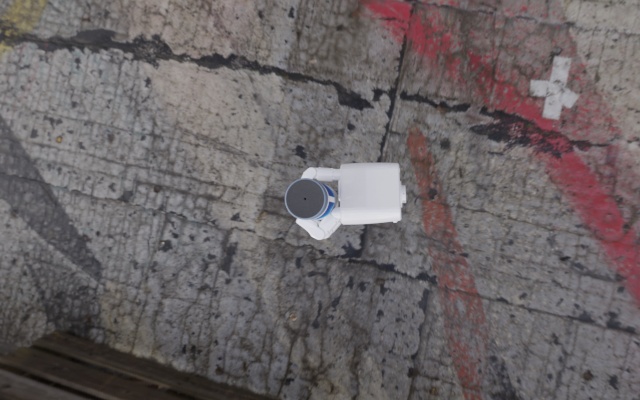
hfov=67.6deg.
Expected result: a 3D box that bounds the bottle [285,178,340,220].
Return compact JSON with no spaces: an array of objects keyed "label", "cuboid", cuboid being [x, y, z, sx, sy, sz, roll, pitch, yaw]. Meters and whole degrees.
[{"label":"bottle","cuboid":[0.000,0.003,0.897,0.069,0.069,0.296,0,-2,10]}]
